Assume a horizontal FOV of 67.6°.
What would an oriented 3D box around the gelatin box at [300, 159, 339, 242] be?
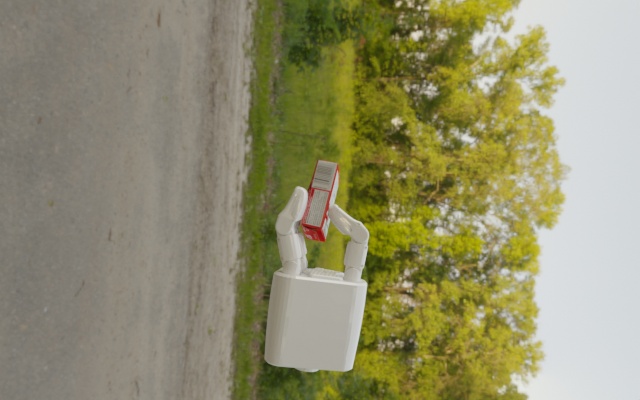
[{"bbox_3d":[0.001,0.002,0.606,0.030,0.089,0.073,13,-14,7],"label":"gelatin box"}]
